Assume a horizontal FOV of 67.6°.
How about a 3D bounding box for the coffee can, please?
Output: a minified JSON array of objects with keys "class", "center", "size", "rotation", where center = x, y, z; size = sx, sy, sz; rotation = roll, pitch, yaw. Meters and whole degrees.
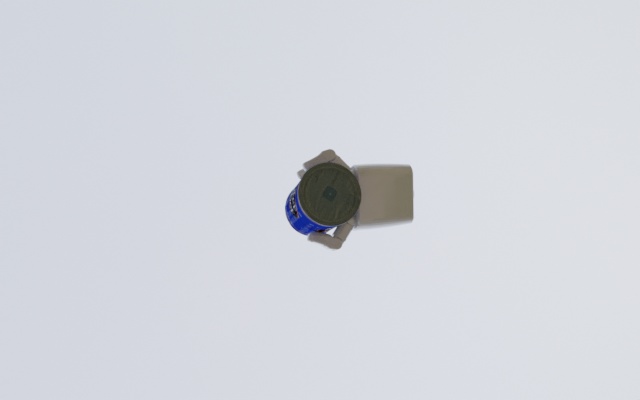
[{"class":"coffee can","center":[0.000,0.003,0.812],"size":[0.103,0.102,0.140],"rotation":[0,-11,-13]}]
